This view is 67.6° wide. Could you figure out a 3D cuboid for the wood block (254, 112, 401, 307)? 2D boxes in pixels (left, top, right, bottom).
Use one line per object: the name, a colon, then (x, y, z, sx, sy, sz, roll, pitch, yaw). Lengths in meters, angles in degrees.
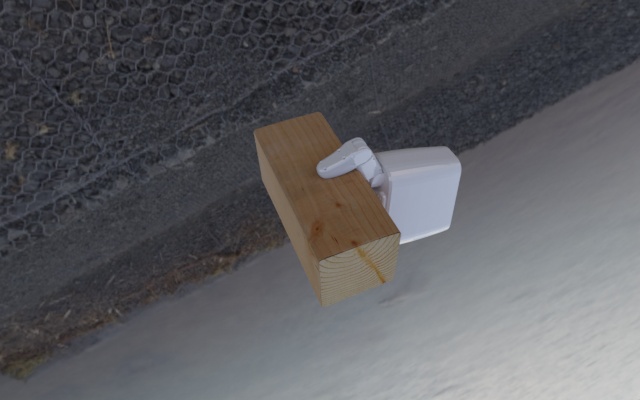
wood block: (0.001, 0.002, 0.550, 0.090, 0.206, 0.091, -18, -39, -14)
